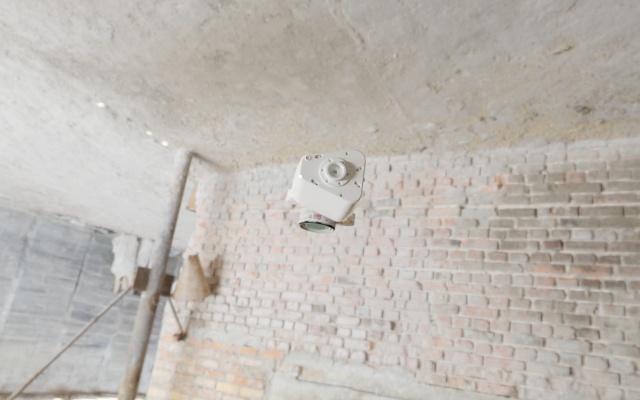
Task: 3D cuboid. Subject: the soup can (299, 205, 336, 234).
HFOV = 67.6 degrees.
[{"bbox_3d":[0.000,0.003,0.876,0.068,0.102,0.068,7,-18,2],"label":"soup can"}]
